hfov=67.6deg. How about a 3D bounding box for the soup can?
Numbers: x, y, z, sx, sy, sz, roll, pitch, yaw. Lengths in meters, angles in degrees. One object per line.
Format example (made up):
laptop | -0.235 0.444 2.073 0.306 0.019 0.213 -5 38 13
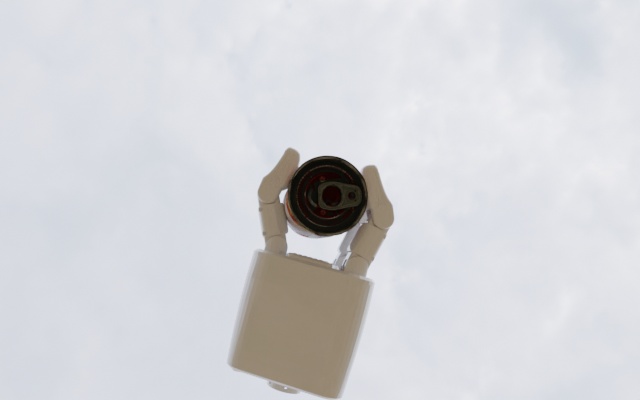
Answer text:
soup can | 0.000 0.001 0.445 0.068 0.068 0.102 0 -6 -8
